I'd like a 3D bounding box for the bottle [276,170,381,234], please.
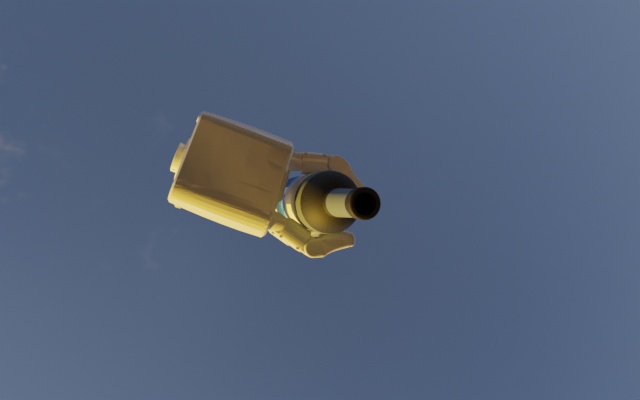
[{"bbox_3d":[0.000,0.002,0.531,0.069,0.069,0.295,0,0,-14],"label":"bottle"}]
